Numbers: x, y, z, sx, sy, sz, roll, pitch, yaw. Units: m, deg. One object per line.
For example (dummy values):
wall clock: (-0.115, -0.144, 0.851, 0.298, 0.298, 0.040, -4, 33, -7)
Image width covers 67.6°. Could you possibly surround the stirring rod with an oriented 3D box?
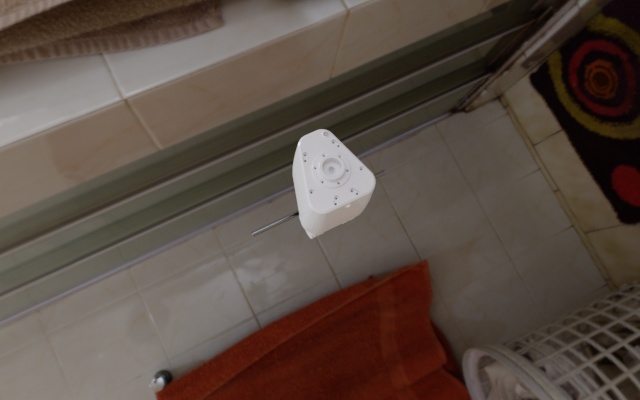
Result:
stirring rod: (0.000, 0.002, 0.769, 0.239, 0.011, 0.011, -25, 5, -11)
